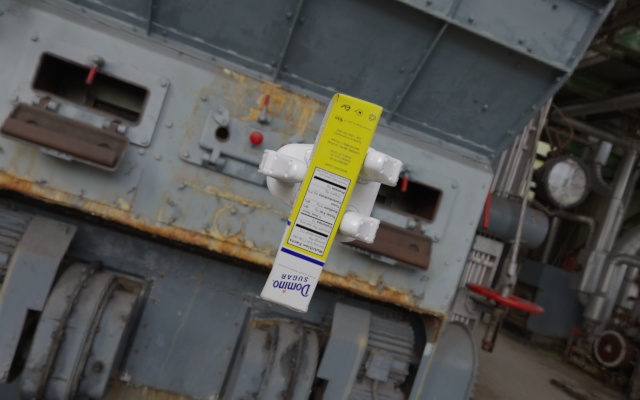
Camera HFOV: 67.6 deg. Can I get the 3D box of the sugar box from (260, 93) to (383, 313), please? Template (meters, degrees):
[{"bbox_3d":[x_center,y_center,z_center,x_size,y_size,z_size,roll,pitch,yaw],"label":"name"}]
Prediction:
[{"bbox_3d":[0.001,0.001,0.420,0.048,0.176,0.093,18,1,-1],"label":"sugar box"}]
